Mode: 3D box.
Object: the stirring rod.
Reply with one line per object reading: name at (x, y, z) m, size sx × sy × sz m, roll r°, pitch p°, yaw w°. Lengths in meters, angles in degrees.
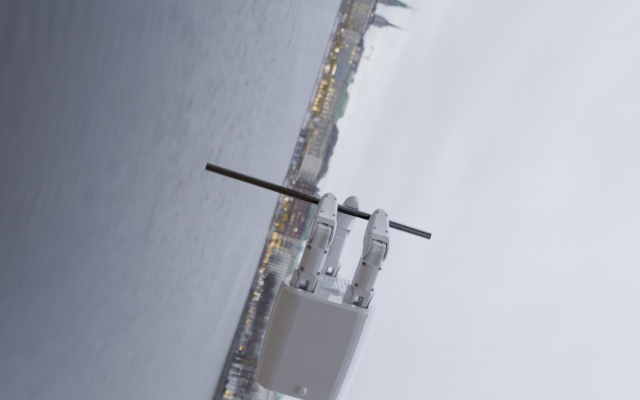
stirring rod at (0.000, 0.002, 0.489) m, size 0.239 × 0.011 × 0.011 m, roll 17°, pitch -2°, yaw -5°
